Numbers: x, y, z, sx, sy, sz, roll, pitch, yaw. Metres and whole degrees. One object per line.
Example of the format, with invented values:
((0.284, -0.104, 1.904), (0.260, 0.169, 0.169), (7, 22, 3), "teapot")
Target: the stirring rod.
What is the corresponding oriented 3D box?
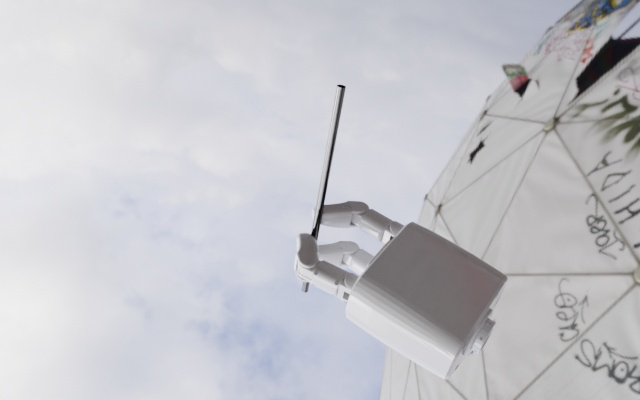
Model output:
((0.000, 0.002, 0.475), (0.011, 0.240, 0.011), (7, 33, -5), "stirring rod")
